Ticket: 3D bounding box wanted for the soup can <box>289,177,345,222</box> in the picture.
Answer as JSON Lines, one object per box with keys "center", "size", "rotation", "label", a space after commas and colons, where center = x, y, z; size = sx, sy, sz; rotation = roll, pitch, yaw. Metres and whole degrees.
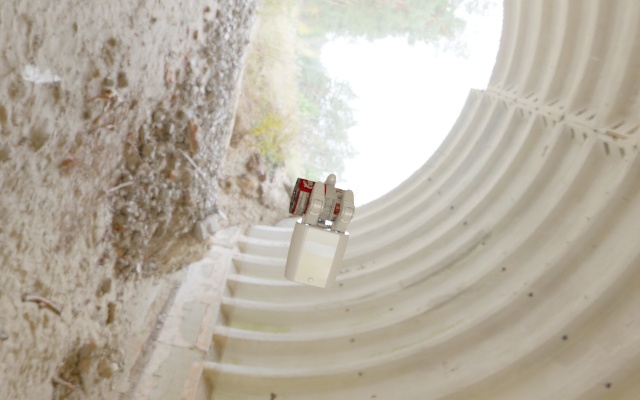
{"center": [0.001, 0.002, 0.866], "size": [0.102, 0.068, 0.068], "rotation": [14, -2, -8], "label": "soup can"}
